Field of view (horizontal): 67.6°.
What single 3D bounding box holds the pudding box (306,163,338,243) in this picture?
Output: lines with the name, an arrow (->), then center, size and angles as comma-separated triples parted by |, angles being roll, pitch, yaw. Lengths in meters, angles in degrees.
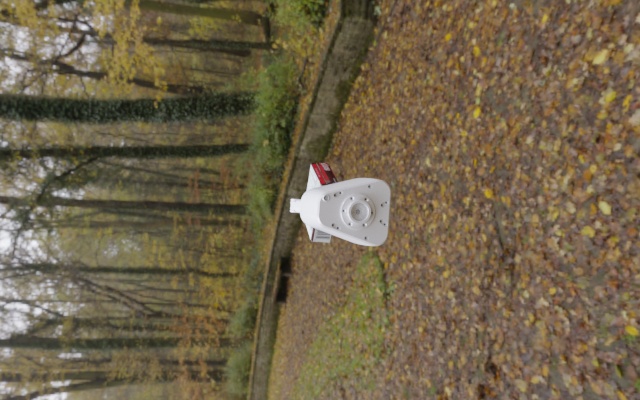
pudding box -> 0.000, 0.003, 0.824 | 0.039, 0.113, 0.090 | 4, 28, -15
